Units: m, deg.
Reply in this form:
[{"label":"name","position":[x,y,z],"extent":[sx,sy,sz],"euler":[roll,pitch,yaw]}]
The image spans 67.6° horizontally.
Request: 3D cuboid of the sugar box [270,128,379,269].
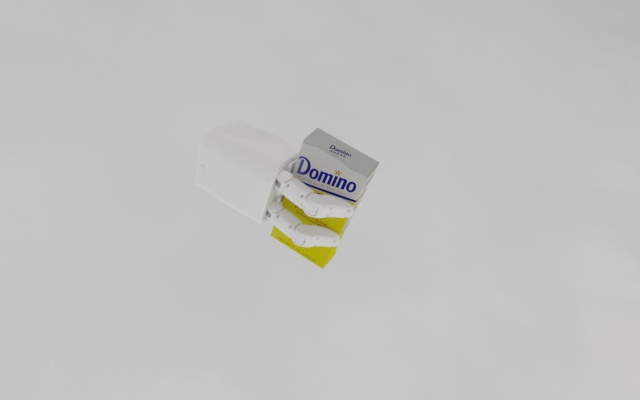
[{"label":"sugar box","position":[0.000,0.002,0.629],"extent":[0.093,0.176,0.048],"euler":[30,43,10]}]
